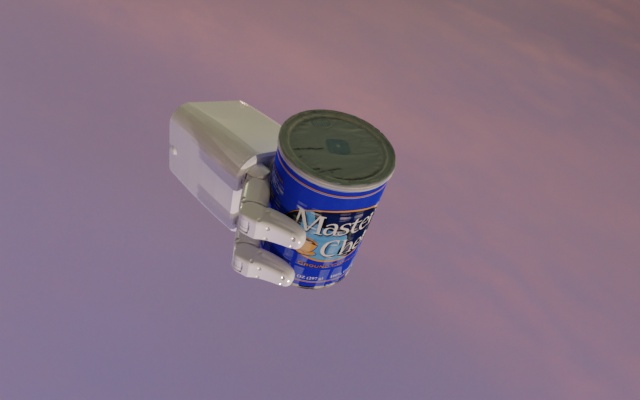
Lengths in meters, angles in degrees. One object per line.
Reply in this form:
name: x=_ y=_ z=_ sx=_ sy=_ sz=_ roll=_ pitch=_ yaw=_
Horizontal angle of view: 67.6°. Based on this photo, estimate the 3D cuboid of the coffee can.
coffee can: x=0.000 y=0.001 z=0.450 sx=0.103 sy=0.102 sz=0.140 roll=0 pitch=-44 yaw=-18
